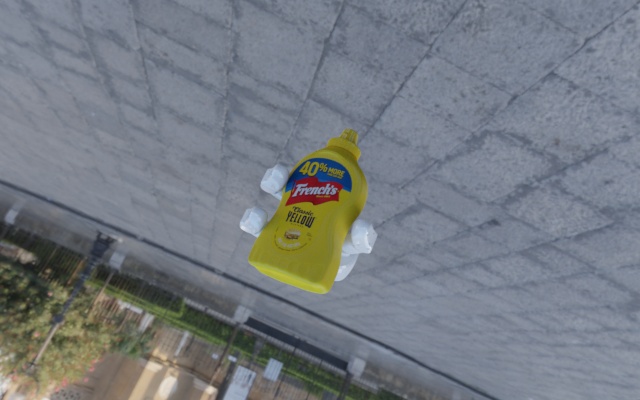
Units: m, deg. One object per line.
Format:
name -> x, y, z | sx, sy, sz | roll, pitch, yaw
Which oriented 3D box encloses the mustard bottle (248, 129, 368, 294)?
mustard bottle -> 0.000, 0.002, 0.538 | 0.096, 0.191, 0.058 | 13, -22, 29
